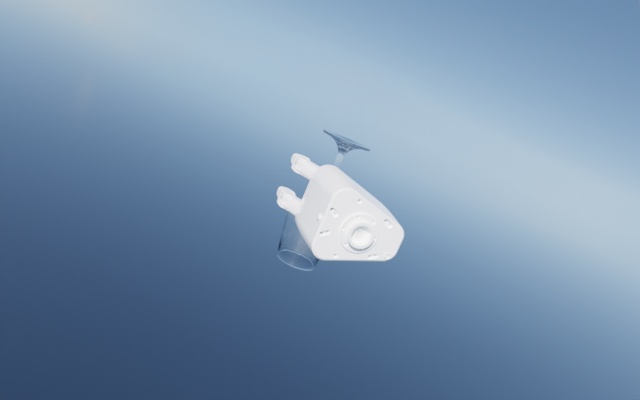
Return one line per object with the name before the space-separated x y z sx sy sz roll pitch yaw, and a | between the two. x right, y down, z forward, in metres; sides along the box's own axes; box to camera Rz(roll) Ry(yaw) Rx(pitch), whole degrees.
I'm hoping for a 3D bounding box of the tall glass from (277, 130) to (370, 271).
tall glass | 0.000 0.002 0.707 0.079 0.201 0.079 22 11 -5
